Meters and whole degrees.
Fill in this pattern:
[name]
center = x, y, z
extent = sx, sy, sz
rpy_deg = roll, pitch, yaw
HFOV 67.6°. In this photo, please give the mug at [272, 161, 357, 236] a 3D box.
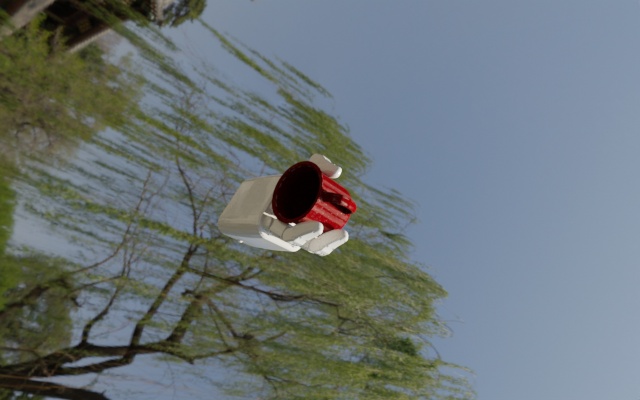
[mug]
center = 0.001, 0.002, 0.675
extent = 0.117, 0.093, 0.081
rpy_deg = 1, -21, 42
